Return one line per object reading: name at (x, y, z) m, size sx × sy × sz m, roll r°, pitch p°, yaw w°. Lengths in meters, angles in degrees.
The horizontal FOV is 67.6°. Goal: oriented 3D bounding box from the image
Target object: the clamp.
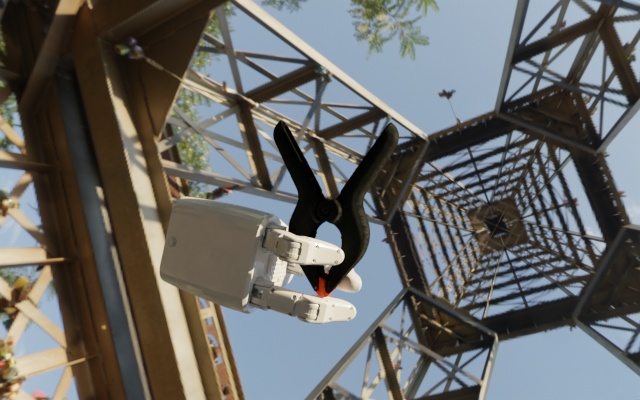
clamp at (0.000, 0.002, 0.457) m, size 0.120 × 0.171 × 0.039 m, roll 13°, pitch 1°, yaw 21°
